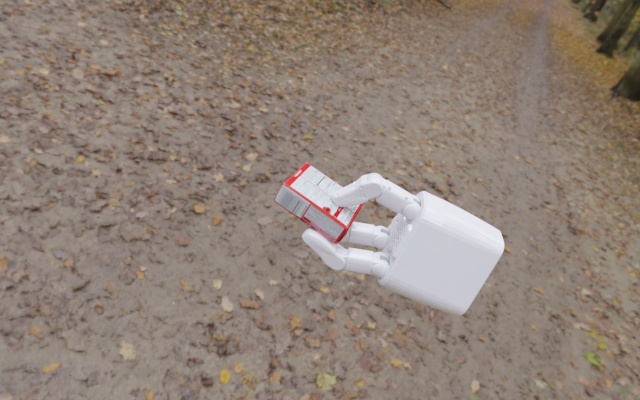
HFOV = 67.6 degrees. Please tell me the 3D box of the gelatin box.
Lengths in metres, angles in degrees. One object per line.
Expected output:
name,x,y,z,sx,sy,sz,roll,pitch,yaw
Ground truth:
gelatin box,0.000,0.001,0.555,0.089,0.030,0.073,35,31,2
